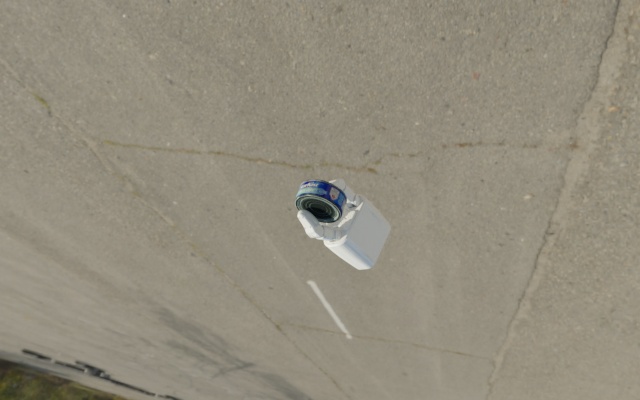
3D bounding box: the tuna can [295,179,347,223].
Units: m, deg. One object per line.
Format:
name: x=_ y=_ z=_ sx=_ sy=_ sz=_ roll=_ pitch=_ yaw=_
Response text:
tuna can: x=0.000 y=0.003 z=0.819 sx=0.086 sy=0.033 sz=0.086 roll=15 pitch=-31 yaw=9
